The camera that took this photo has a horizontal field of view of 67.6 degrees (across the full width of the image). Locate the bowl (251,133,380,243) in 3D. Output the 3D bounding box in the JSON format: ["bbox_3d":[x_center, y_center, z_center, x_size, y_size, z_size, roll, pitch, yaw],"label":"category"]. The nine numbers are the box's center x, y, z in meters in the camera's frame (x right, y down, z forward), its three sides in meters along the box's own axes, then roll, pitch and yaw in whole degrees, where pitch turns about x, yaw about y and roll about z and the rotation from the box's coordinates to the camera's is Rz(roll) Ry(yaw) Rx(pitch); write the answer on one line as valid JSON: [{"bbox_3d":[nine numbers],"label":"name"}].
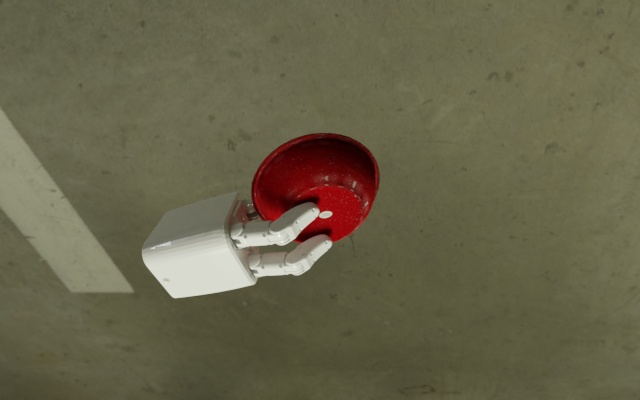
[{"bbox_3d":[0.001,0.001,0.570,0.162,0.162,0.055,0,39,-14],"label":"bowl"}]
